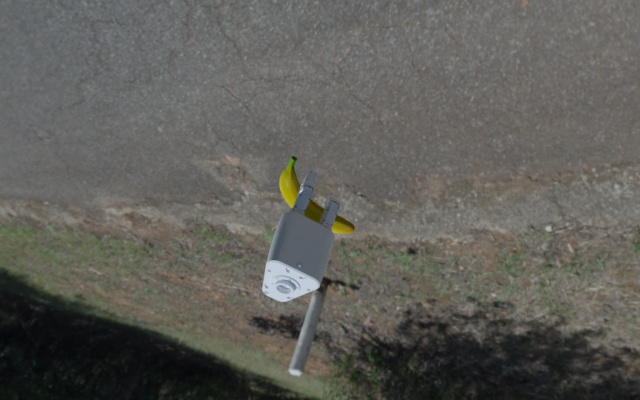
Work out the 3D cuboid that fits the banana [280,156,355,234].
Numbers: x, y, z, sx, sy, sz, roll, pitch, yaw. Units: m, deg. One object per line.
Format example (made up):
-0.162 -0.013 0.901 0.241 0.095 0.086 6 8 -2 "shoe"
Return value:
-0.017 0.007 0.892 0.069 0.198 0.037 -25 32 30 "banana"
